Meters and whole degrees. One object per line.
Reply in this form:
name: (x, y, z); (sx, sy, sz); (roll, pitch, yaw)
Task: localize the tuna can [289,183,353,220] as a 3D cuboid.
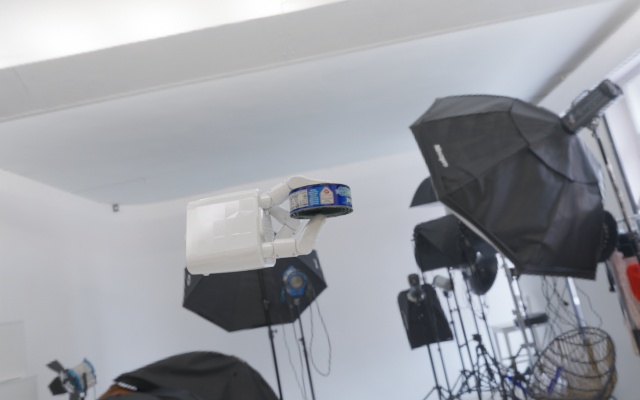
tuna can: (0.000, 0.002, 0.645); (0.086, 0.033, 0.086); (-5, -11, -1)
